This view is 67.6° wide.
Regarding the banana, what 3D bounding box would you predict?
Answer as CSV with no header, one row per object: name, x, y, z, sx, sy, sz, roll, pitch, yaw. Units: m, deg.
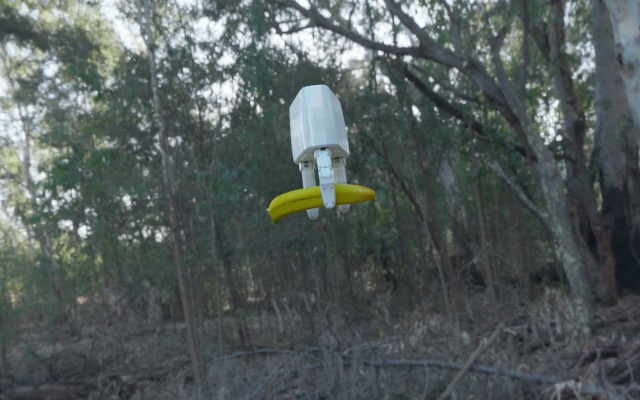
banana,-0.011,0.000,0.796,0.198,0.037,0.070,-13,-16,22
